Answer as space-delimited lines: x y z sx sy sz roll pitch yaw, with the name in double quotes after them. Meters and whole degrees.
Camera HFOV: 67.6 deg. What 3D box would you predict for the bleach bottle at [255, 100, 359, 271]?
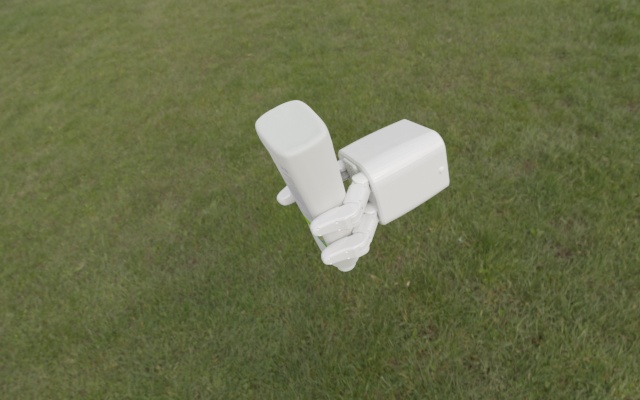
0.000 0.002 0.612 0.068 0.251 0.102 -30 44 -8 "bleach bottle"
